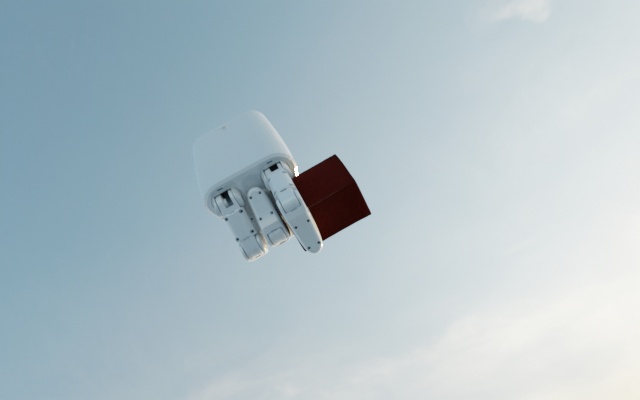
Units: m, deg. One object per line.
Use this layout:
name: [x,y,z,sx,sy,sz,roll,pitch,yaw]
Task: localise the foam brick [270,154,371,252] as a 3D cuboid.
foam brick: [0.000,0.002,0.475,0.078,0.053,0.051,-29,43,-1]
